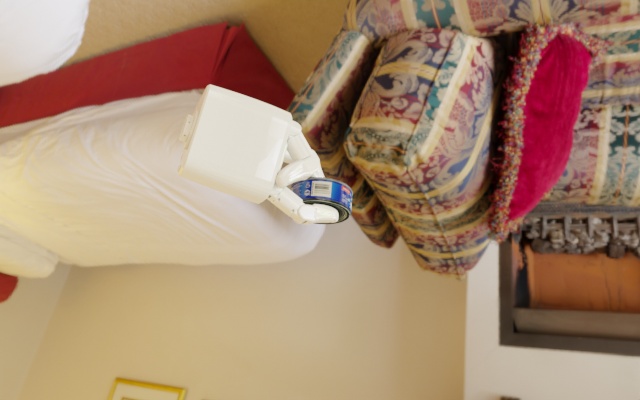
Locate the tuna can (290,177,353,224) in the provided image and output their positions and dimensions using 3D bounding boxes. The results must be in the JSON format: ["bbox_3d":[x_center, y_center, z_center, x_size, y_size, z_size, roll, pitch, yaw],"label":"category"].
[{"bbox_3d":[0.000,0.003,0.644,0.086,0.033,0.086,4,-24,2],"label":"tuna can"}]
